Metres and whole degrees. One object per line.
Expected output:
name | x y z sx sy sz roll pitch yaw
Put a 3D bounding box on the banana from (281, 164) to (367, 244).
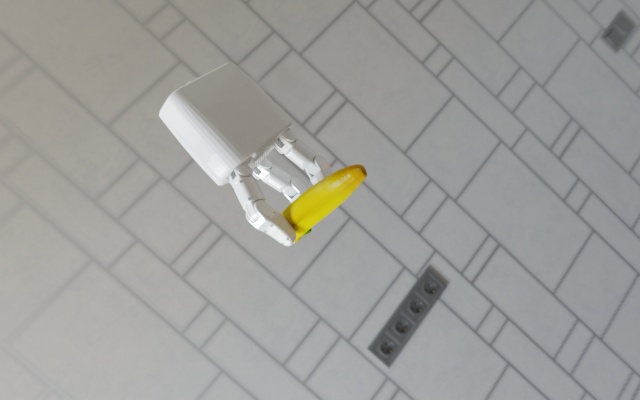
banana | -0.014 0.013 0.544 0.069 0.037 0.198 -36 -4 -29
